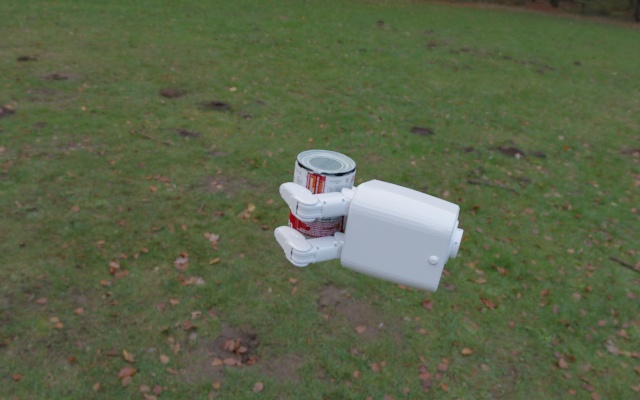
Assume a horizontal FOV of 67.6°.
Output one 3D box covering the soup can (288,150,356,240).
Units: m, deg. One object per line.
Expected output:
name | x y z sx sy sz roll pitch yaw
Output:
soup can | 0.000 0.001 0.542 0.068 0.102 0.068 7 26 -3
